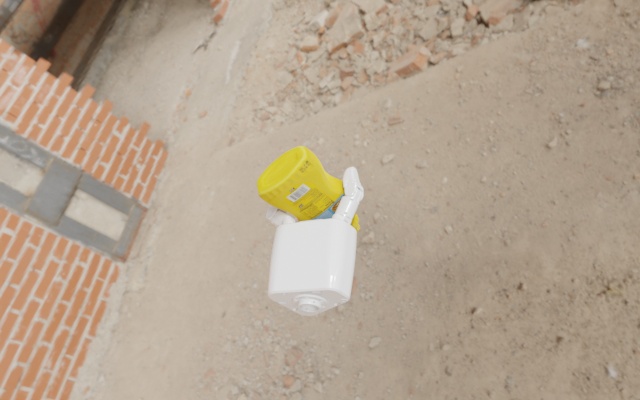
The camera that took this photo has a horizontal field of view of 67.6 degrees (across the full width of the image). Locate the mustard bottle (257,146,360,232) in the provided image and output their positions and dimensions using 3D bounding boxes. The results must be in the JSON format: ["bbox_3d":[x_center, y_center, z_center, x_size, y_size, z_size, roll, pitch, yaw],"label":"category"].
[{"bbox_3d":[0.000,0.002,0.731,0.096,0.058,0.192,-38,-49,16],"label":"mustard bottle"}]
